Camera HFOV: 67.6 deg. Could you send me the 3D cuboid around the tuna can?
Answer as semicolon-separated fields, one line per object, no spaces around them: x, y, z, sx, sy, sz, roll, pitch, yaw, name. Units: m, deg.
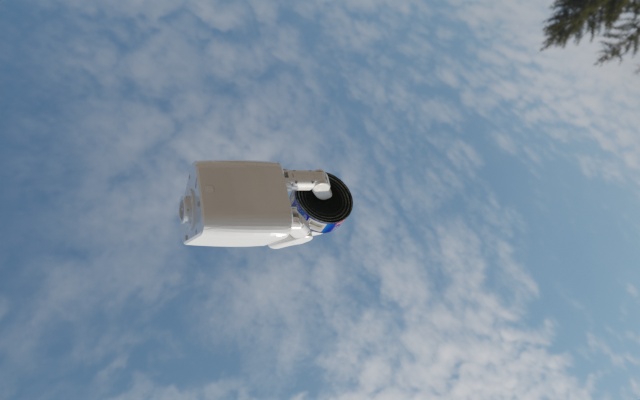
0.000;0.003;0.671;0.086;0.086;0.034;0;-32;-26;tuna can
